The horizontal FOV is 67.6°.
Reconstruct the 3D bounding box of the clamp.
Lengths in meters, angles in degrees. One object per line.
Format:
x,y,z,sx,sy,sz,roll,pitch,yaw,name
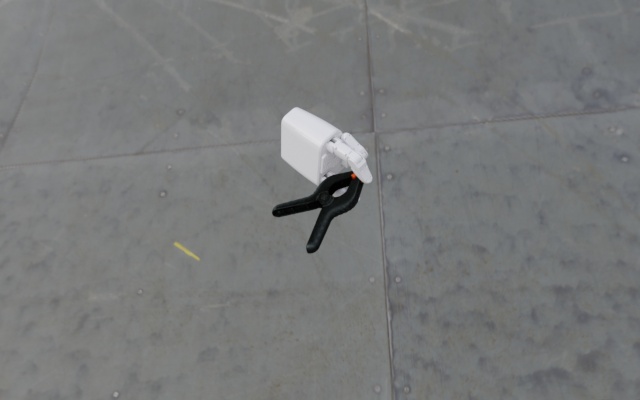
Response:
0.000,0.002,0.833,0.120,0.171,0.039,36,-20,27,clamp
